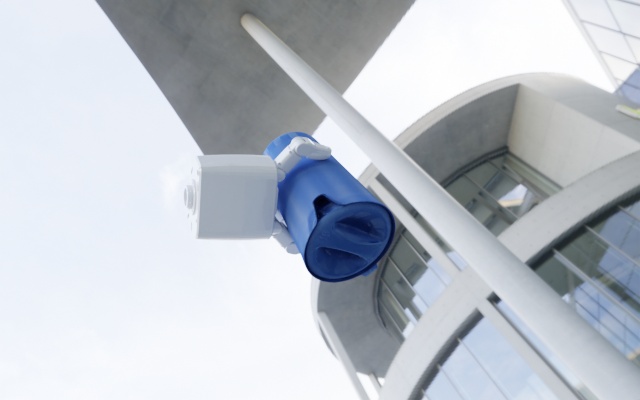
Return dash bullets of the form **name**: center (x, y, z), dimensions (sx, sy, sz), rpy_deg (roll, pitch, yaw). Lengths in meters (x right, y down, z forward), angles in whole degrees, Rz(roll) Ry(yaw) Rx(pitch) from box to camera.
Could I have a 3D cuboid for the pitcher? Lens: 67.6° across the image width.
- **pitcher**: center (0.000, 0.002, 0.714), dimensions (0.145, 0.149, 0.242), rpy_deg (0, 33, -27)
